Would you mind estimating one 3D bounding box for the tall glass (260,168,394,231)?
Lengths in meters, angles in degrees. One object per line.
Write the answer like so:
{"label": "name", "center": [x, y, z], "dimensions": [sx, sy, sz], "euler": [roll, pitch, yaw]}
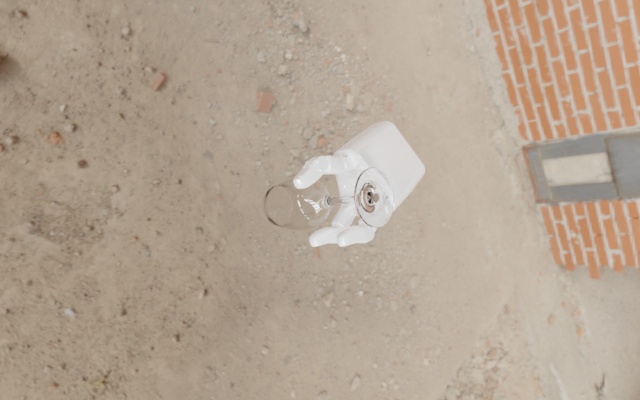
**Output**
{"label": "tall glass", "center": [0.000, 0.002, 0.659], "dimensions": [0.079, 0.079, 0.201], "euler": [0, -4, -43]}
